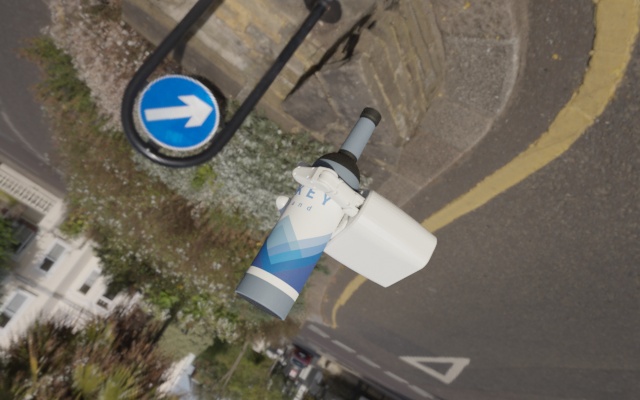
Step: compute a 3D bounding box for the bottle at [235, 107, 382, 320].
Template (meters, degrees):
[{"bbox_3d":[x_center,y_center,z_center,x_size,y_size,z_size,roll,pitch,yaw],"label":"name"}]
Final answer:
[{"bbox_3d":[0.000,0.002,0.598,0.069,0.295,0.069,27,-20,10],"label":"bottle"}]
